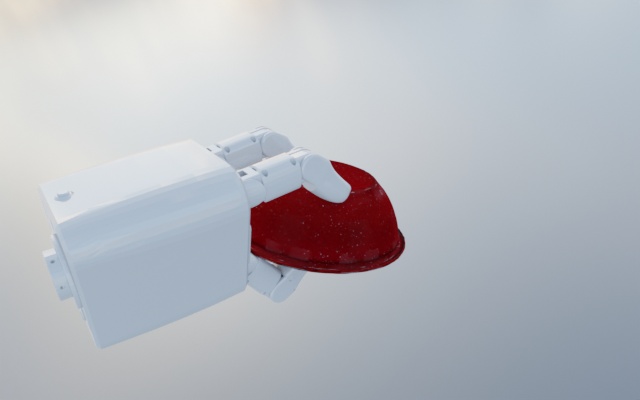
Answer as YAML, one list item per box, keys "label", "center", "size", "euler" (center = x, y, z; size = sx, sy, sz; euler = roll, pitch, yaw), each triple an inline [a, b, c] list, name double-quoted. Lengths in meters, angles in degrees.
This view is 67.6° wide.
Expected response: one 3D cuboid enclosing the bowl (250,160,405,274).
- label: "bowl"
  center: [0.001, 0.001, 0.424]
  size: [0.162, 0.055, 0.162]
  euler: [7, 20, -3]
